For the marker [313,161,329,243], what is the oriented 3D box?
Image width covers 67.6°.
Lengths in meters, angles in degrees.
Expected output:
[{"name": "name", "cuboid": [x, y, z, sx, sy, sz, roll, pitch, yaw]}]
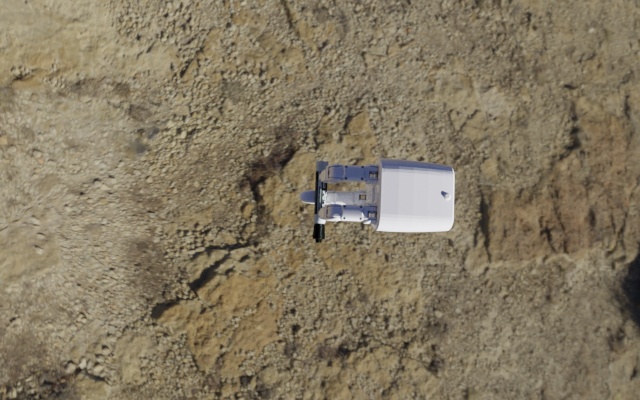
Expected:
[{"name": "marker", "cuboid": [0.000, 0.002, 0.709, 0.020, 0.121, 0.020, 3, -4, 0]}]
